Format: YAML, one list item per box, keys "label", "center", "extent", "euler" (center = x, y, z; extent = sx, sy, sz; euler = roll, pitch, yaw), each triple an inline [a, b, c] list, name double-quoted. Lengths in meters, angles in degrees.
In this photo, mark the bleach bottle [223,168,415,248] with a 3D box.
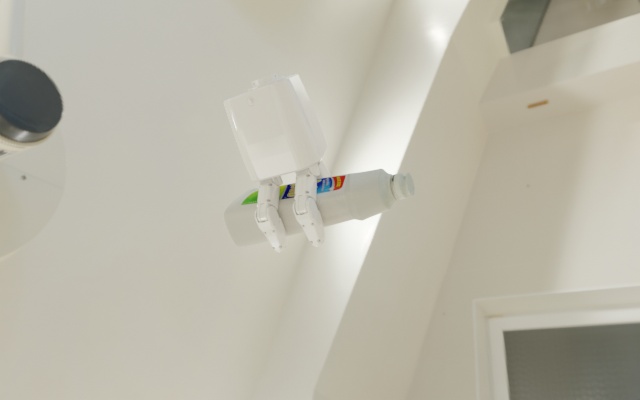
- label: "bleach bottle"
  center: [0.000, 0.002, 0.621]
  extent: [0.251, 0.068, 0.102]
  euler: [-13, 16, 28]
